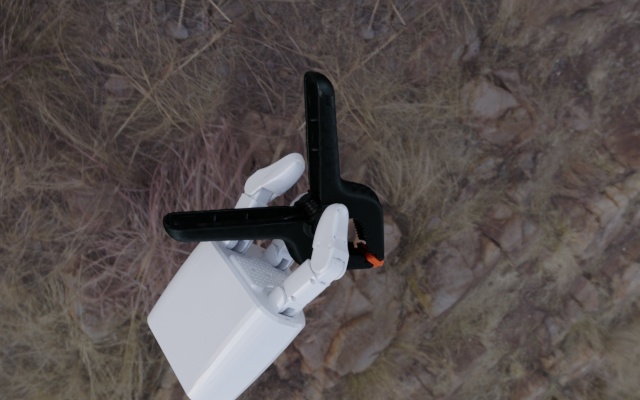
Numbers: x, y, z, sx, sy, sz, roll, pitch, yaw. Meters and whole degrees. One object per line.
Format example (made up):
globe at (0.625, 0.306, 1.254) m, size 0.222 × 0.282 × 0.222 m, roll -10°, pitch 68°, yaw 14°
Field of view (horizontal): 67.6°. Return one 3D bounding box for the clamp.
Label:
clamp at (0.001, 0.002, 0.406) m, size 0.210 × 0.164 × 0.036 m, roll 30°, pitch 17°, yaw -41°
